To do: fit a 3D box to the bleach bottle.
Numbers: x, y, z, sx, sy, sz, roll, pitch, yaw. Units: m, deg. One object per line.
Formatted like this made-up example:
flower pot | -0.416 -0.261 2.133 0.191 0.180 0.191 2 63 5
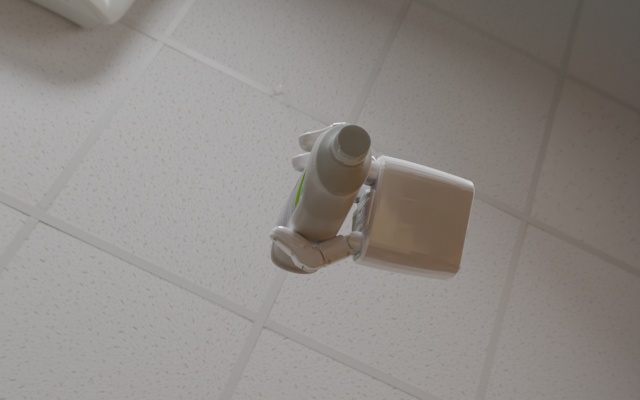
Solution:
bleach bottle | 0.000 0.002 0.497 0.068 0.102 0.251 14 -22 -7
